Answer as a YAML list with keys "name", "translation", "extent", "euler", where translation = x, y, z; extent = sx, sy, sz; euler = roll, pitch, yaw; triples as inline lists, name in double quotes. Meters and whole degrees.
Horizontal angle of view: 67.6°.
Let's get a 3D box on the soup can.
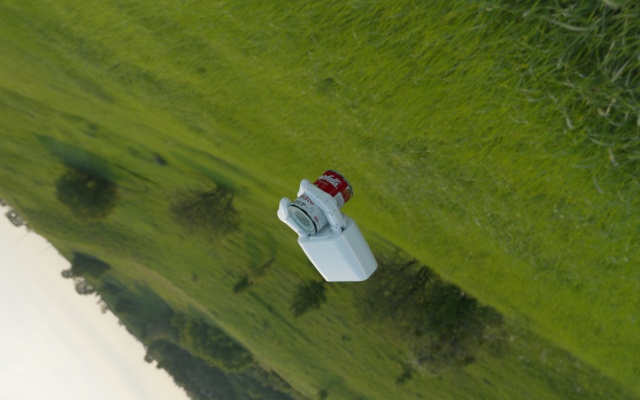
- name: "soup can"
  translation: [0.000, 0.003, 0.844]
  extent: [0.102, 0.068, 0.068]
  euler: [-44, 22, -25]
